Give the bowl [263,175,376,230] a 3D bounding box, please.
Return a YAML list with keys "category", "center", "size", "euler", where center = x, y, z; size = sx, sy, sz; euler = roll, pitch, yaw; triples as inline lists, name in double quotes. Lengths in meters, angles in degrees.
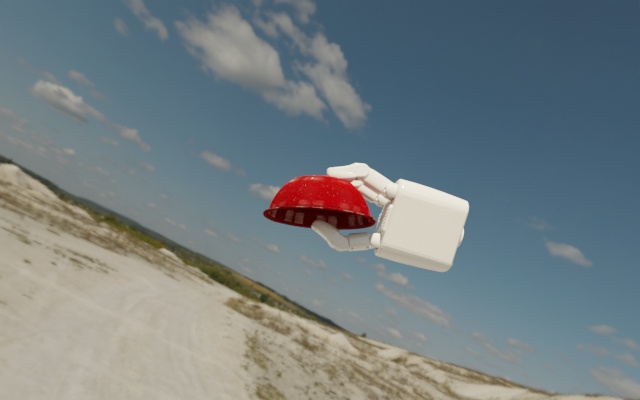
- category: "bowl"
  center: [-0.001, 0.002, 0.688]
  size: [0.162, 0.055, 0.162]
  euler: [4, -12, 1]
